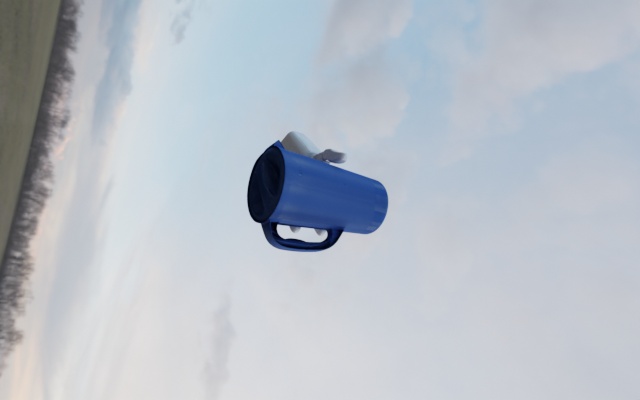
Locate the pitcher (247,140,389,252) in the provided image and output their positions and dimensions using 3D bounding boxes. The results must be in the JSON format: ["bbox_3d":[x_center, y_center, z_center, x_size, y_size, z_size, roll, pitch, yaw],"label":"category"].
[{"bbox_3d":[0.000,0.003,0.855,0.243,0.149,0.145,12,23,-32],"label":"pitcher"}]
